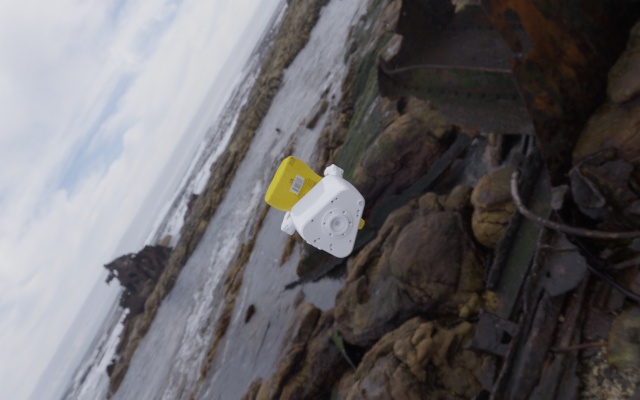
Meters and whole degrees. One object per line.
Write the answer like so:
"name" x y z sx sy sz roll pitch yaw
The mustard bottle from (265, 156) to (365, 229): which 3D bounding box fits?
"mustard bottle" 0.000 0.003 0.889 0.192 0.096 0.058 29 -18 -16
